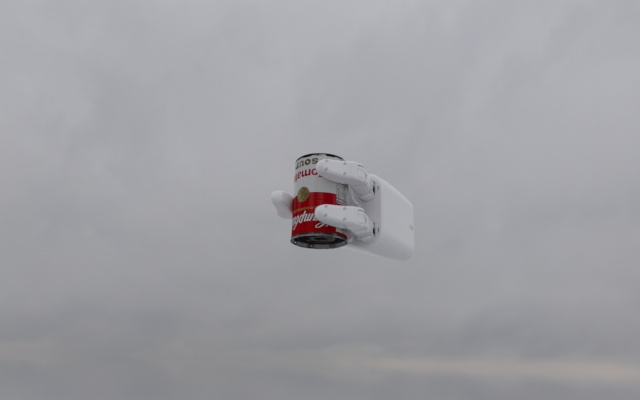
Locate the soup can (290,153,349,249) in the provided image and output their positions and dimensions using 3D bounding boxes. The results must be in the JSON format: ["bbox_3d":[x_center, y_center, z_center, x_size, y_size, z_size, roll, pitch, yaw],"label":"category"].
[{"bbox_3d":[0.000,0.001,0.578,0.068,0.102,0.068,2,-19,1],"label":"soup can"}]
